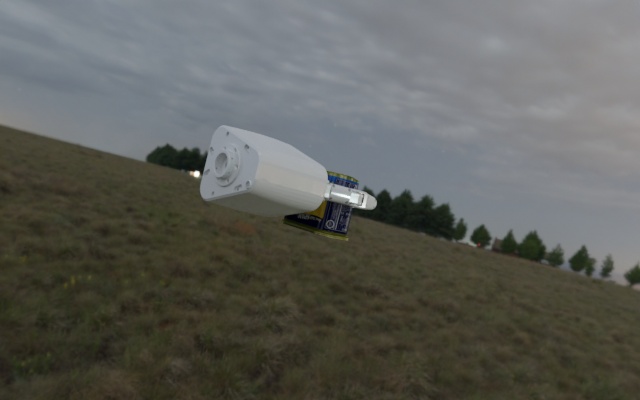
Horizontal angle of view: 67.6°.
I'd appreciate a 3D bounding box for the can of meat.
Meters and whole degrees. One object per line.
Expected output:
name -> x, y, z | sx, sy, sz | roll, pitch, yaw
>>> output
can of meat -> 0.000, 0.002, 0.655 | 0.057, 0.084, 0.102 | 14, 0, -42
